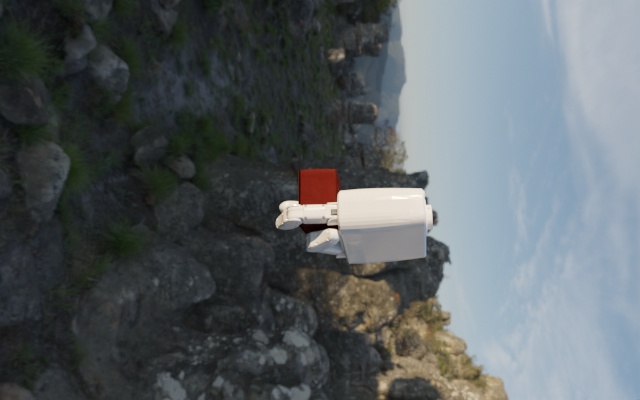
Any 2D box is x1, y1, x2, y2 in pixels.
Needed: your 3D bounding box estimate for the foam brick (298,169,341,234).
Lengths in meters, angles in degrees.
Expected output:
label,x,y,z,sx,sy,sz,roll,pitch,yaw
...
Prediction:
label,x,y,z,sx,sy,sz,roll,pitch,yaw
foam brick,0.000,0.002,0.642,0.051,0.078,0.053,-4,-19,10
